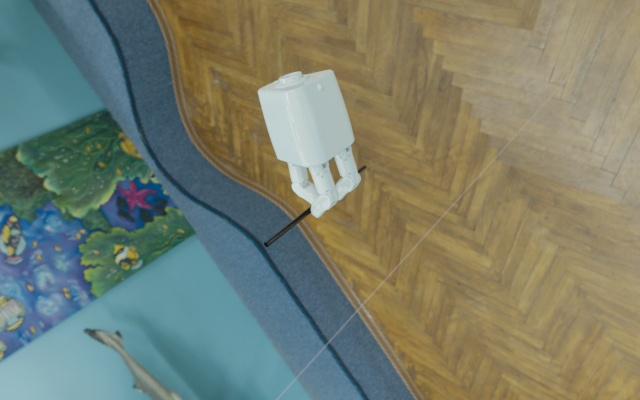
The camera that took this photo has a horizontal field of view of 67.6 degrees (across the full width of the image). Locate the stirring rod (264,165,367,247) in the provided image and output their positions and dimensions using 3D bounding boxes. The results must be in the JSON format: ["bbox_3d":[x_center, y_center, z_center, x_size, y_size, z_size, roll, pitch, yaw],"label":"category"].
[{"bbox_3d":[0.000,0.002,0.720,0.011,0.011,0.239,0,29,44],"label":"stirring rod"}]
